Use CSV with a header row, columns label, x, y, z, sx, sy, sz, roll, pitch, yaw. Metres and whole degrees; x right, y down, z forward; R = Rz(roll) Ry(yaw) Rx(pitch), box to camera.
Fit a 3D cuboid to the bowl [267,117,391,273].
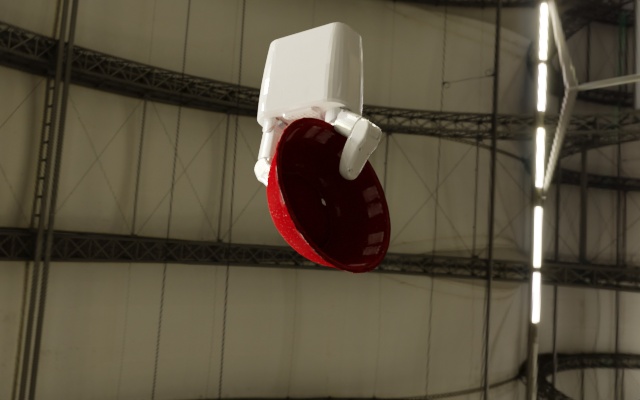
label,x,y,z,sx,sy,sz,roll,pitch,yaw
bowl,0.000,0.003,0.475,0.055,0.162,0.162,-28,-17,36
